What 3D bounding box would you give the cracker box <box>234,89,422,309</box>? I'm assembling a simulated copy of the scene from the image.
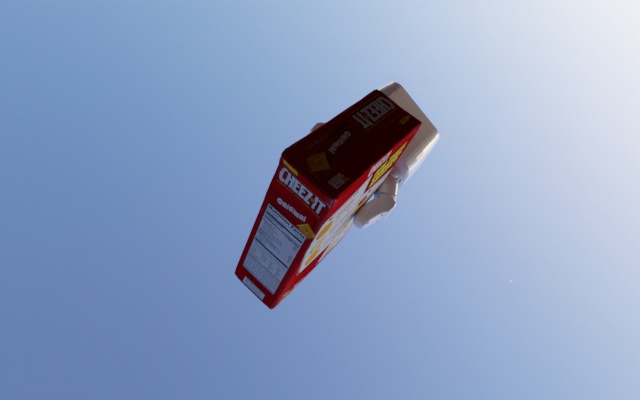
[{"bbox_3d":[0.000,0.002,0.520,0.164,0.072,0.214,-41,-14,-41],"label":"cracker box"}]
